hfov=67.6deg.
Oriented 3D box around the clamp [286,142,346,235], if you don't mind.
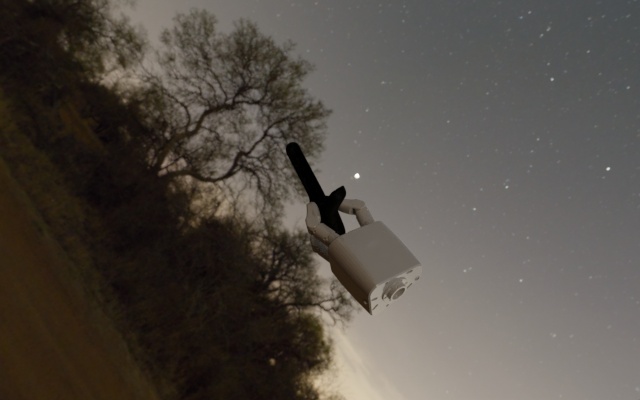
[{"bbox_3d":[0.001,0.003,0.840,0.036,0.210,0.164,-30,53,-15],"label":"clamp"}]
